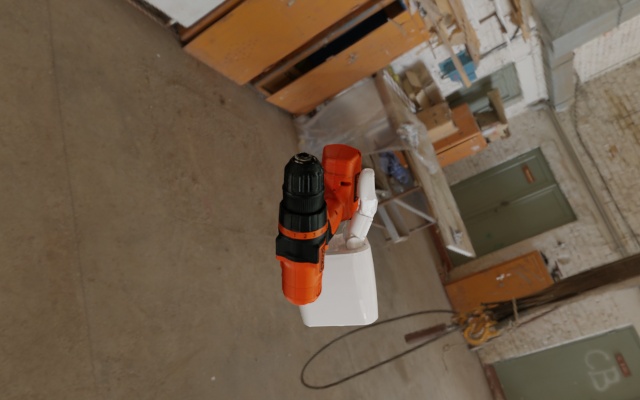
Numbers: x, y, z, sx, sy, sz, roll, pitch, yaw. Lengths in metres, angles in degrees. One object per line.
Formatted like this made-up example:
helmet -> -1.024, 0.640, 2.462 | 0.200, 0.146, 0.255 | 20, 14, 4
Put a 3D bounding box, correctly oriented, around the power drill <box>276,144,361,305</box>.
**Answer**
power drill -> 0.000, 0.002, 0.566 | 0.057, 0.184, 0.187 | 13, 33, 14
